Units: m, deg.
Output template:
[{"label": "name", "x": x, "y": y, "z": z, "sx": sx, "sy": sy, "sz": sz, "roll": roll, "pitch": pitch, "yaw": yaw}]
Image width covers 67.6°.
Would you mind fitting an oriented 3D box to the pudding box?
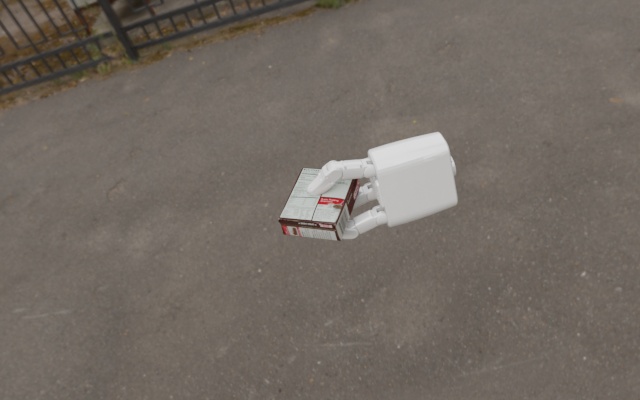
[{"label": "pudding box", "x": 0.000, "y": 0.002, "z": 0.697, "sx": 0.090, "sy": 0.039, "sz": 0.113, "roll": 4, "pitch": 45, "yaw": 21}]
